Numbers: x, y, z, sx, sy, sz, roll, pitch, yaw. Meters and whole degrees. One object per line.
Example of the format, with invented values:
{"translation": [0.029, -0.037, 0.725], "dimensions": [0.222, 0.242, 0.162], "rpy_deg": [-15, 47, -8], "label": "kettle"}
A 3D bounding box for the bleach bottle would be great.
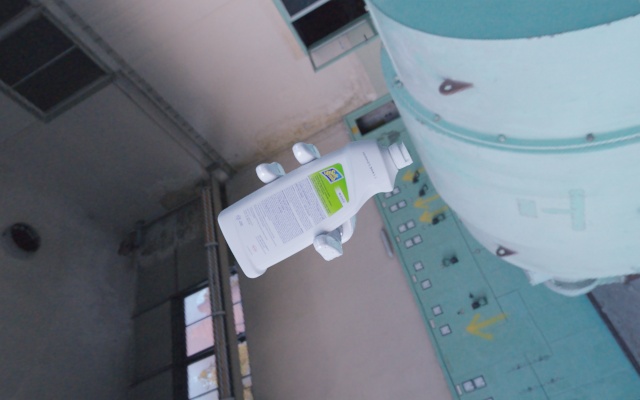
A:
{"translation": [0.000, 0.002, 0.606], "dimensions": [0.251, 0.102, 0.068], "rpy_deg": [-26, 5, 13], "label": "bleach bottle"}
